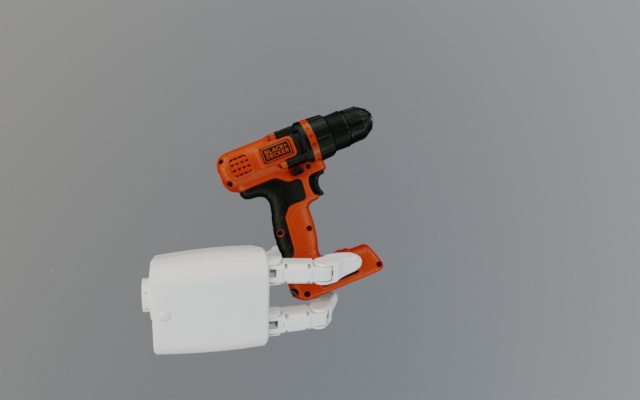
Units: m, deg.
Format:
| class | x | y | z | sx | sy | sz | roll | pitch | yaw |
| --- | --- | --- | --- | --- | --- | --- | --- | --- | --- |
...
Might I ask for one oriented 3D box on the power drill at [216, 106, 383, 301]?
| class | x | y | z | sx | sy | sz | roll | pitch | yaw |
| --- | --- | --- | --- | --- | --- | --- | --- | --- | --- |
| power drill | 0.000 | 0.002 | 0.533 | 0.184 | 0.187 | 0.057 | -22 | -4 | -7 |
